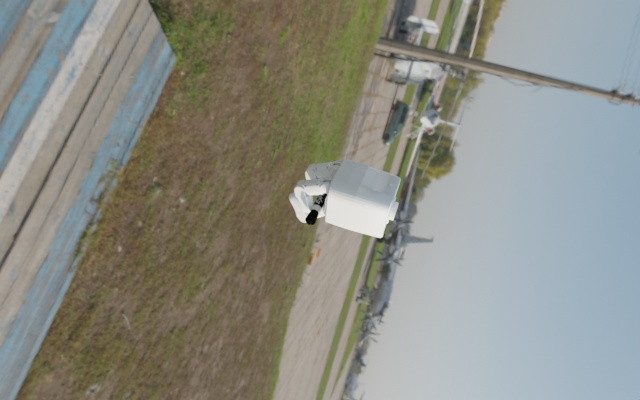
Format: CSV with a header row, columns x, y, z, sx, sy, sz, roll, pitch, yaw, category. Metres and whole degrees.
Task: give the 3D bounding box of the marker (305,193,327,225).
x,y,z,sx,sy,sz,roll,pitch,yaw,category
0.000,0.003,0.850,0.020,0.020,0.121,0,35,23,marker
